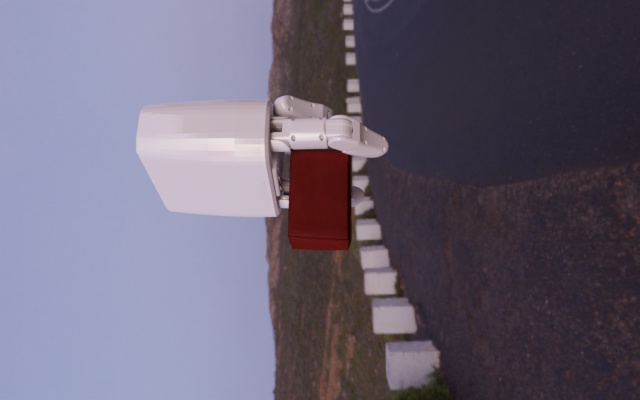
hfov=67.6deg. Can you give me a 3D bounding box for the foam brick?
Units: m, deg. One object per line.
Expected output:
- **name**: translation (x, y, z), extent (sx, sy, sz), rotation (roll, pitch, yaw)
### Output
- **foam brick**: translation (0.000, 0.002, 0.410), extent (0.051, 0.078, 0.053), rotation (1, -17, 1)
